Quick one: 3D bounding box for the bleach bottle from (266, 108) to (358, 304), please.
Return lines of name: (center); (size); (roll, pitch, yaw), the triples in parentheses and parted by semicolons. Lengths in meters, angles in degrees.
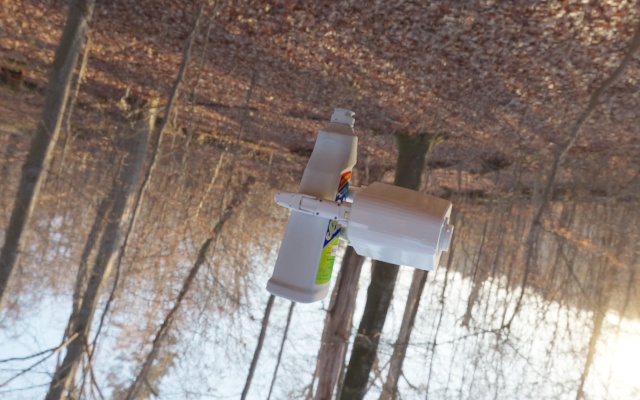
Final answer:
bleach bottle: (0.000, 0.002, 0.627); (0.068, 0.251, 0.102); (14, 0, 19)
